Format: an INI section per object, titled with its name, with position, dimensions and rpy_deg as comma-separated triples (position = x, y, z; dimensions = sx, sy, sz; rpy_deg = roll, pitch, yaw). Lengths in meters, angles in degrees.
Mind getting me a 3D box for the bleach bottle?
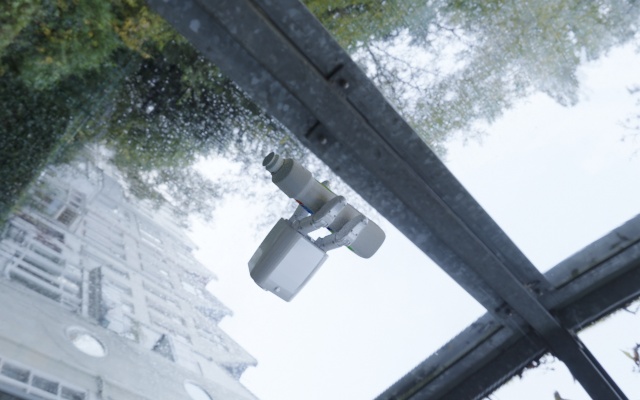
[bleach bottle]
position = 0.000, 0.003, 0.802
dimensions = 0.251, 0.068, 0.102
rpy_deg = 39, -2, -30
